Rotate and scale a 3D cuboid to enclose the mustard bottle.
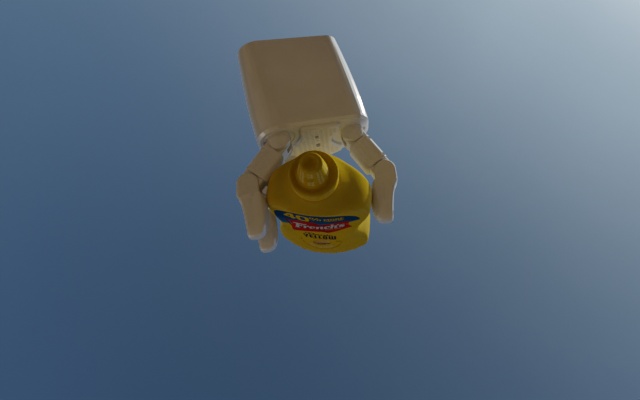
[{"bbox_3d":[0.000,0.002,0.452,0.096,0.058,0.192,6,-19,7],"label":"mustard bottle"}]
